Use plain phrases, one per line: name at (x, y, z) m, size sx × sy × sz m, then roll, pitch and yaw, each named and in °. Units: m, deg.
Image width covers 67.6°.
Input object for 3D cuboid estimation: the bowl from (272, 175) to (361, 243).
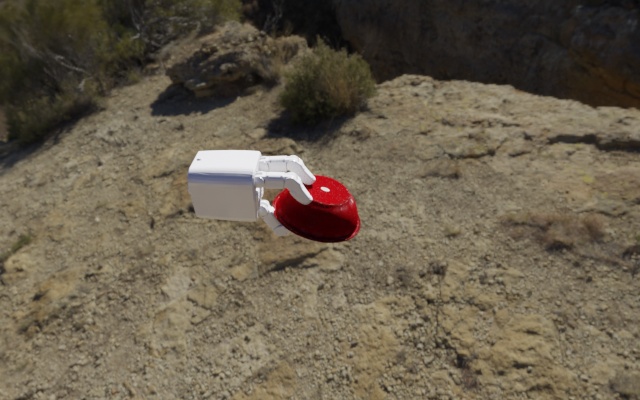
bowl at (0.002, 0.002, 0.832) m, size 0.162 × 0.055 × 0.162 m, roll 12°, pitch 32°, yaw -8°
